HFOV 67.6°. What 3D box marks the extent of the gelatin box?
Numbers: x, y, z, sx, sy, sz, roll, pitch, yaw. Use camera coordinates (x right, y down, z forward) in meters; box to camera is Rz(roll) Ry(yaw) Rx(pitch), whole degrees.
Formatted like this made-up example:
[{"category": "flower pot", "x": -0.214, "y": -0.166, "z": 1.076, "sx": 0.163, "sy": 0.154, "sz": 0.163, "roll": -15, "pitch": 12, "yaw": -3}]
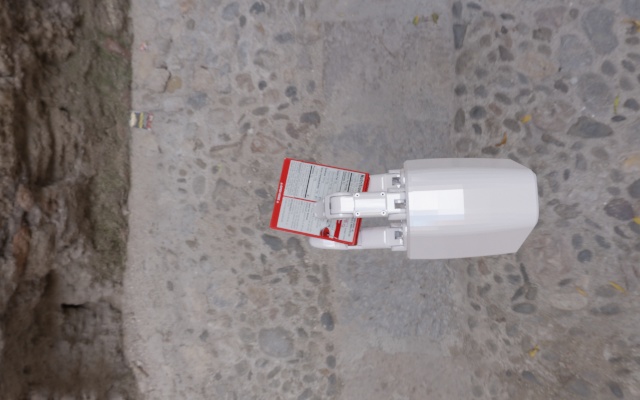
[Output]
[{"category": "gelatin box", "x": 0.000, "y": 0.001, "z": 0.480, "sx": 0.089, "sy": 0.073, "sz": 0.030, "roll": 11, "pitch": -4, "yaw": 6}]
